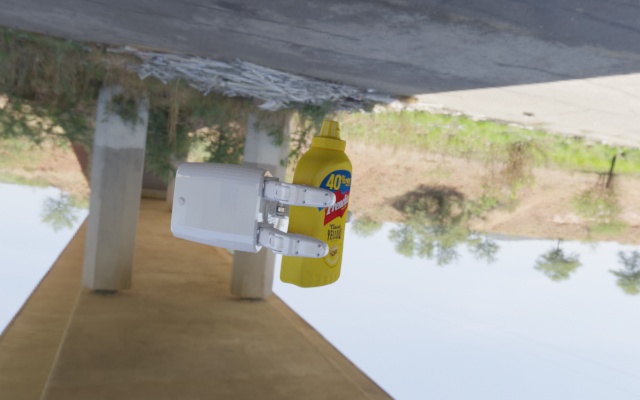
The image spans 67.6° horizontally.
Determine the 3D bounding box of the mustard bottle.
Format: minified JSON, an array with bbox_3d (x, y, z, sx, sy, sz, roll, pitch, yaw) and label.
[{"bbox_3d":[0.000,0.002,0.566,0.058,0.191,0.096,10,5,31],"label":"mustard bottle"}]
